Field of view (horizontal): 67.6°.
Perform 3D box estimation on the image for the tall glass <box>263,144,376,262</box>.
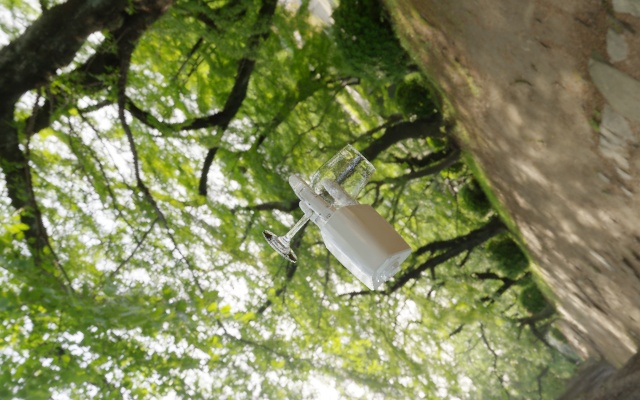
[{"bbox_3d":[0.000,0.003,0.773,0.079,0.201,0.079,42,6,-5],"label":"tall glass"}]
